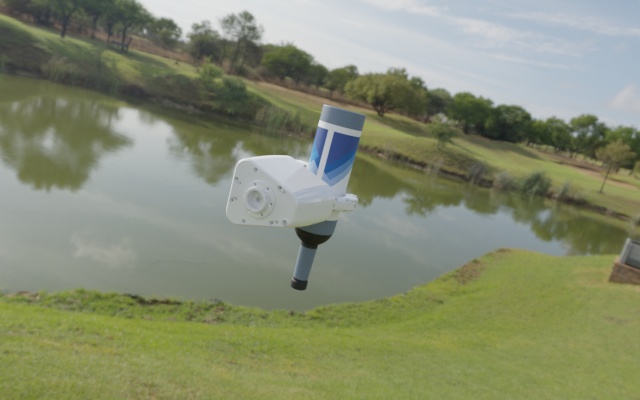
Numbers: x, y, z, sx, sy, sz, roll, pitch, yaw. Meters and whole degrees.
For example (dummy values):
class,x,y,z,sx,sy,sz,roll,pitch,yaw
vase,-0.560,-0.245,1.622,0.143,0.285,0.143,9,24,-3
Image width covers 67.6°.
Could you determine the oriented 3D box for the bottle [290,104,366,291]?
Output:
class,x,y,z,sx,sy,sz,roll,pitch,yaw
bottle,0.000,0.002,0.750,0.069,0.296,0.069,14,12,-3
